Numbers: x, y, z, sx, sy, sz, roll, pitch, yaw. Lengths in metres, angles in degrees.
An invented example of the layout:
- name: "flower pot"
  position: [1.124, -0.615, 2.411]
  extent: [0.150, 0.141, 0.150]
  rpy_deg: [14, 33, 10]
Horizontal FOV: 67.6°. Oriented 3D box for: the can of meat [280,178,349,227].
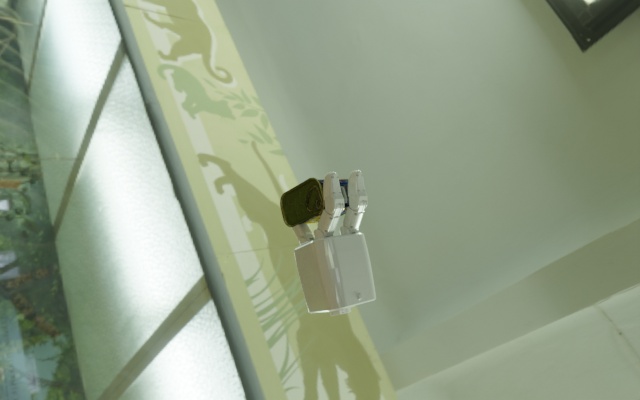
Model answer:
- name: "can of meat"
  position: [0.000, 0.002, 0.758]
  extent: [0.084, 0.057, 0.102]
  rpy_deg: [-3, -17, -42]
